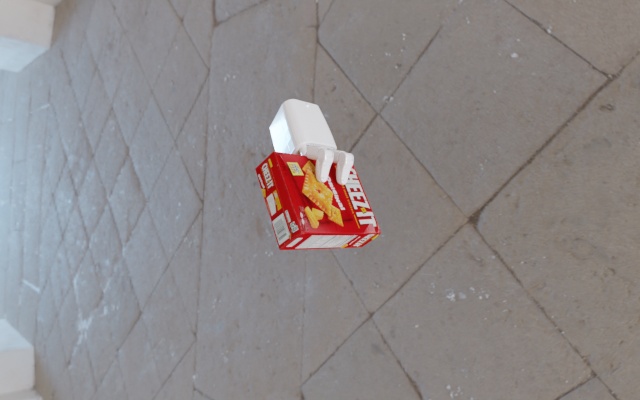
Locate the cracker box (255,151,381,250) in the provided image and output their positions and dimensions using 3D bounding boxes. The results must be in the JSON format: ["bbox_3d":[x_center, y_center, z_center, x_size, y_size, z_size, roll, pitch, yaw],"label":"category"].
[{"bbox_3d":[0.000,0.003,0.886,0.214,0.164,0.072,4,-31,-44],"label":"cracker box"}]
